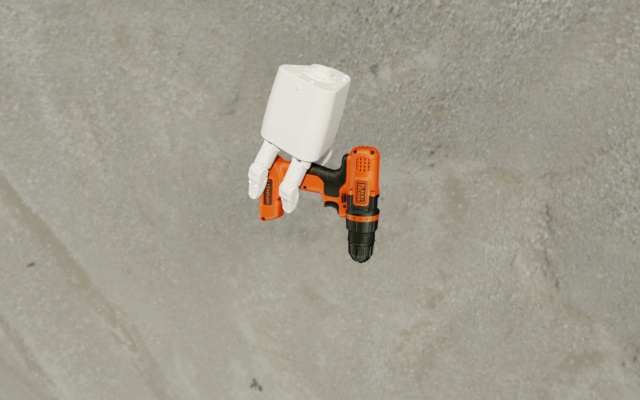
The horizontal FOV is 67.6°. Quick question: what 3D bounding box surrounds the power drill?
[{"bbox_3d":[0.000,0.002,0.750,0.187,0.184,0.057,5,12,11],"label":"power drill"}]
